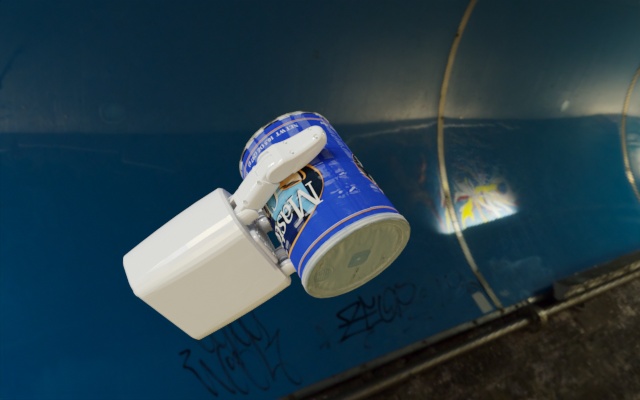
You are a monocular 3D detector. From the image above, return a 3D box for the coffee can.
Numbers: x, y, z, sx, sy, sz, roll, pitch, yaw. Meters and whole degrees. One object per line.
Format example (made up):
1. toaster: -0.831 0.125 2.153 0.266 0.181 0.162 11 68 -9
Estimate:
1. coffee can: 0.000 0.001 0.436 0.103 0.140 0.103 -23 -34 -17
